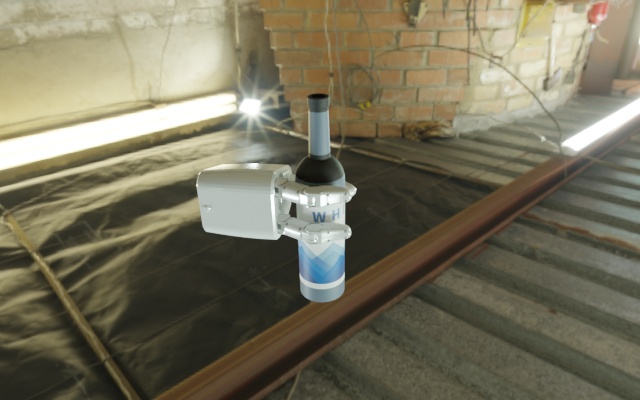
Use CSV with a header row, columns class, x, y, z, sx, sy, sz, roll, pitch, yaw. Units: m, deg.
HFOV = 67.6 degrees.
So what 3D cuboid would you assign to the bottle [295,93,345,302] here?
class,x,y,z,sx,sy,sz,roll,pitch,yaw
bottle,0.000,0.002,0.655,0.069,0.296,0.069,-1,27,1
